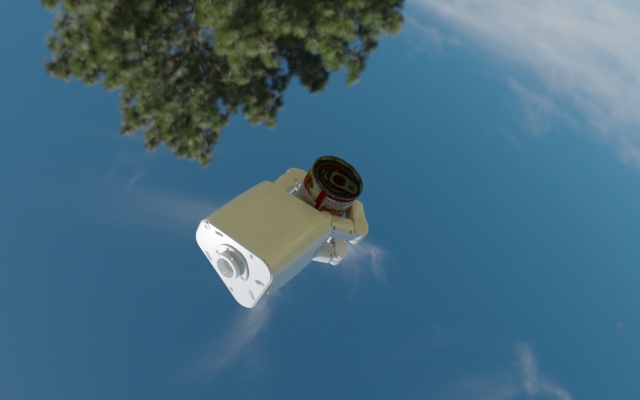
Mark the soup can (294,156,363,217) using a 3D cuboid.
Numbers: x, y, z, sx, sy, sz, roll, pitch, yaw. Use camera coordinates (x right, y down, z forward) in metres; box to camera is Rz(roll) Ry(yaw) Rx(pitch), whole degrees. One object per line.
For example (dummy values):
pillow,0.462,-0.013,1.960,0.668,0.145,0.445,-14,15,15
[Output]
soup can,0.000,0.002,0.606,0.068,0.068,0.102,0,-37,-32
